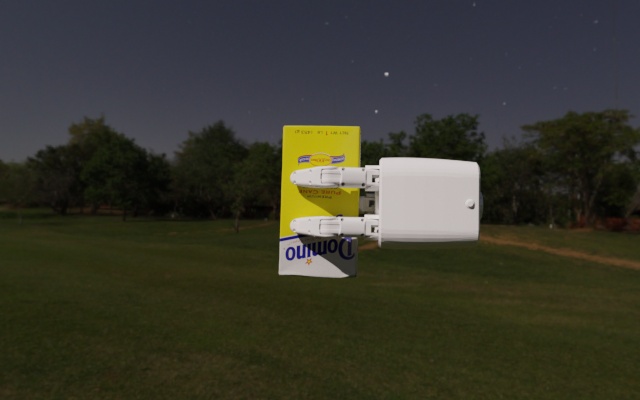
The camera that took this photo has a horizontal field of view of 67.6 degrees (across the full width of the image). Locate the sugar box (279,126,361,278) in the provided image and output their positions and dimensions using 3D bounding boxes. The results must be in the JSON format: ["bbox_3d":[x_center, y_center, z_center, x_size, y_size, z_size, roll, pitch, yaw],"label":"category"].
[{"bbox_3d":[0.000,0.002,0.568,0.093,0.176,0.048,1,-3,5],"label":"sugar box"}]
